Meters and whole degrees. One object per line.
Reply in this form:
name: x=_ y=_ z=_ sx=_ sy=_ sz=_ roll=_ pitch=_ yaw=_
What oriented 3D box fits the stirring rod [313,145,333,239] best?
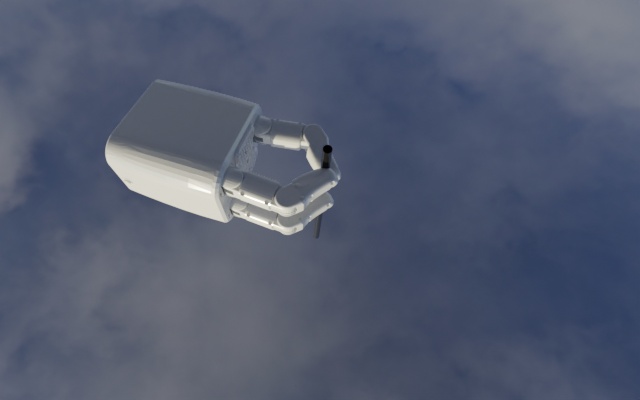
stirring rod: x=0.000 y=0.002 z=0.501 sx=0.011 sy=0.011 sz=0.240 roll=0 pitch=-21 yaw=-3
